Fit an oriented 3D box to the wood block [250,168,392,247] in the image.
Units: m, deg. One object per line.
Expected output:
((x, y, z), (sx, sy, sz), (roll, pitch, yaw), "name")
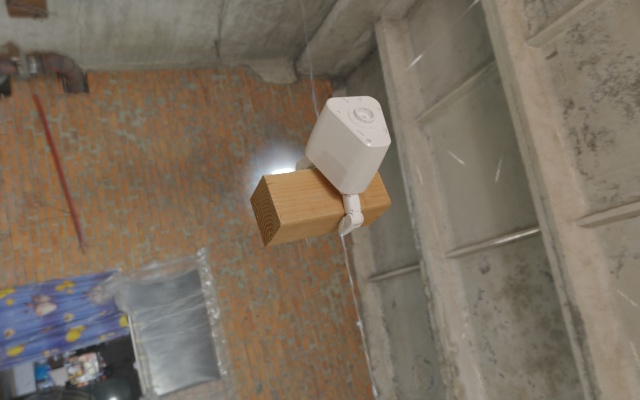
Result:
((0.000, 0.003, 0.798), (0.206, 0.090, 0.090), (-9, -23, -28), "wood block")
